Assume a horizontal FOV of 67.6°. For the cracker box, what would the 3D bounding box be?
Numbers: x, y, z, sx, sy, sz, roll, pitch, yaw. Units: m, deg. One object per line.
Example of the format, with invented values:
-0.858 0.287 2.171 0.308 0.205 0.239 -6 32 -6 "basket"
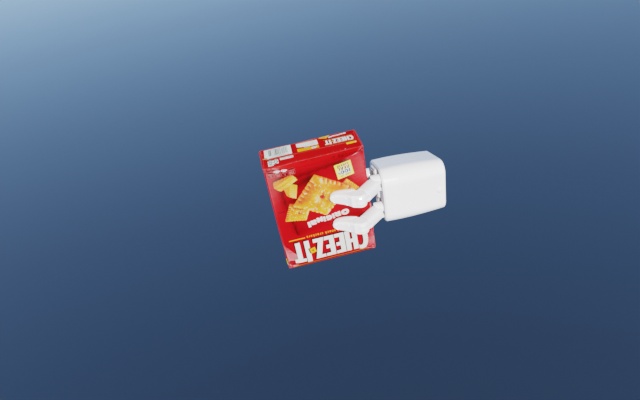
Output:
0.000 0.002 0.817 0.164 0.214 0.072 -13 34 -3 "cracker box"
